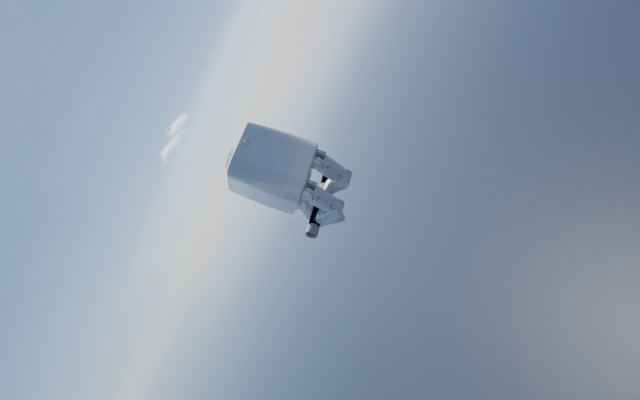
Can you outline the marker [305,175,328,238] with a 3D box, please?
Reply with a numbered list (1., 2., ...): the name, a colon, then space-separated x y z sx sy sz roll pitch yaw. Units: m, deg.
1. marker: 0.000 0.002 0.728 0.020 0.121 0.020 11 -34 8
